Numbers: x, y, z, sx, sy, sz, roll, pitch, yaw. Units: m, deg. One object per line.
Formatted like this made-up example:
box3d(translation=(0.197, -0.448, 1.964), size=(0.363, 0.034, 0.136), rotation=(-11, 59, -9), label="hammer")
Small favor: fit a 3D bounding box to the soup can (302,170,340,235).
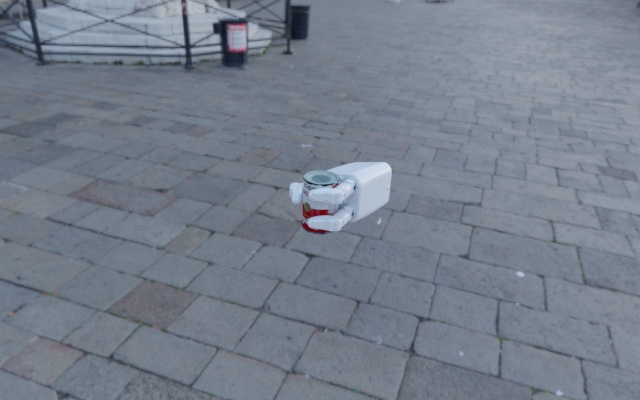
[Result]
box3d(translation=(0.000, 0.003, 0.886), size=(0.068, 0.102, 0.068), rotation=(2, 26, -1), label="soup can")
